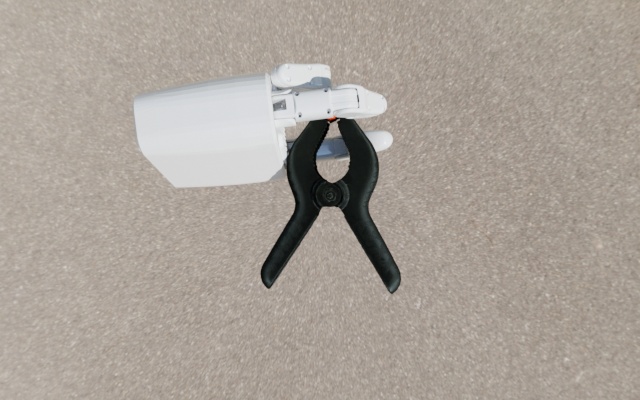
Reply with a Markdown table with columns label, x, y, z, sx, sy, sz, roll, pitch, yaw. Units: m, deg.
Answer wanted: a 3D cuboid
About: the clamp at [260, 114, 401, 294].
| label | x | y | z | sx | sy | sz | roll | pitch | yaw |
| --- | --- | --- | --- | --- | --- | --- | --- | --- | --- |
| clamp | 0.000 | 0.001 | 0.410 | 0.120 | 0.171 | 0.039 | -7 | 0 | -1 |
